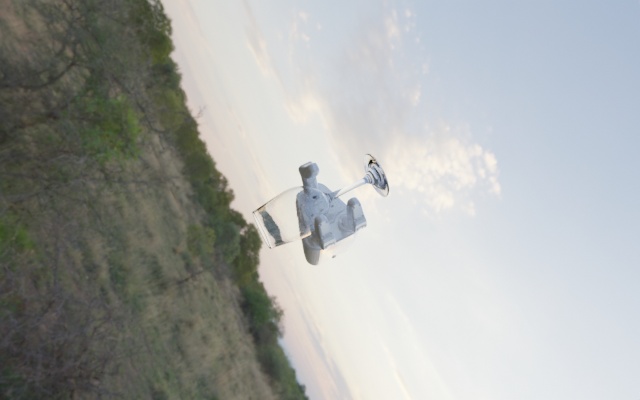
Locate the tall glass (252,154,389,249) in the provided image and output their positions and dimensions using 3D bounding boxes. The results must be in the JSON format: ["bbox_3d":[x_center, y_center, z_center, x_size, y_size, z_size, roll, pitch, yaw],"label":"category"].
[{"bbox_3d":[0.001,0.002,0.727,0.201,0.079,0.079,-25,6,-13],"label":"tall glass"}]
